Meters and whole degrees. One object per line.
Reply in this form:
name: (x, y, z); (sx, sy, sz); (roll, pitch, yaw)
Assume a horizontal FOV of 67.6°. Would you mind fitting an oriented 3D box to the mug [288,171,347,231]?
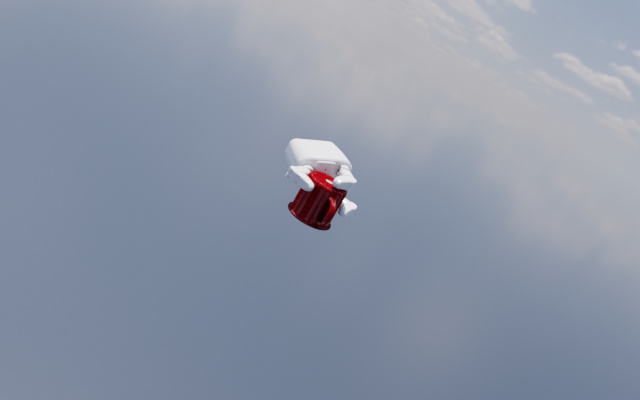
mug: (0.001, 0.003, 0.892); (0.093, 0.081, 0.117); (21, 21, -24)
